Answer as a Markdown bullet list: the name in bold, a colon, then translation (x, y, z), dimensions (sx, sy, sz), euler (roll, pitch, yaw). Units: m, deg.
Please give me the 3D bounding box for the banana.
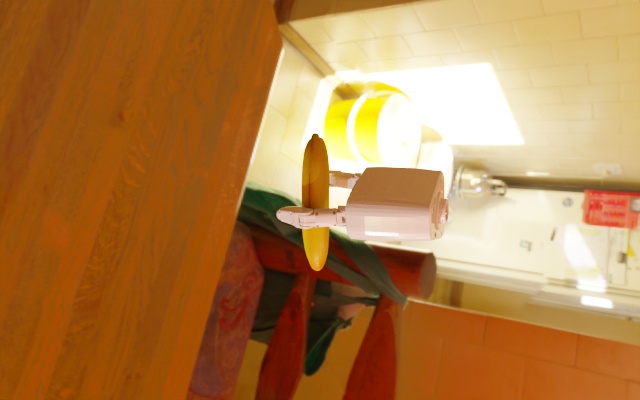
- **banana**: translation (-0.004, -0.004, 0.649), dimensions (0.037, 0.197, 0.069), euler (-1, -7, 12)
